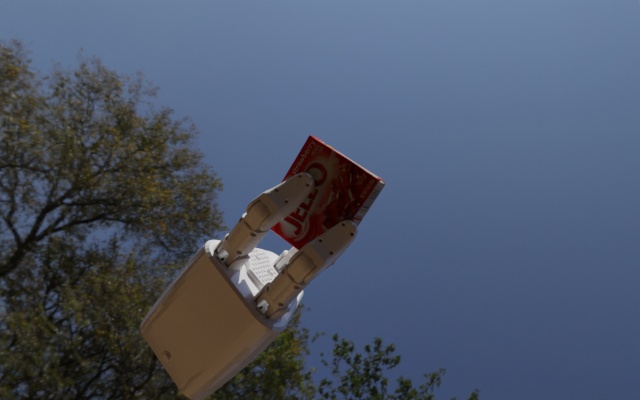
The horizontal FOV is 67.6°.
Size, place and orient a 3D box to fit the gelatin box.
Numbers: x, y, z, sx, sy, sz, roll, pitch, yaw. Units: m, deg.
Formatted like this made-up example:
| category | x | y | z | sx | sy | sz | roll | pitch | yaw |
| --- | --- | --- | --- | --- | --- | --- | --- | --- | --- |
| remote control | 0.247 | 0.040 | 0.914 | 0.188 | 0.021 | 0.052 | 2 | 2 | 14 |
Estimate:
| category | x | y | z | sx | sy | sz | roll | pitch | yaw |
| --- | --- | --- | --- | --- | --- | --- | --- | --- | --- |
| gelatin box | 0.000 | 0.001 | 0.409 | 0.073 | 0.089 | 0.030 | 35 | 7 | 19 |
